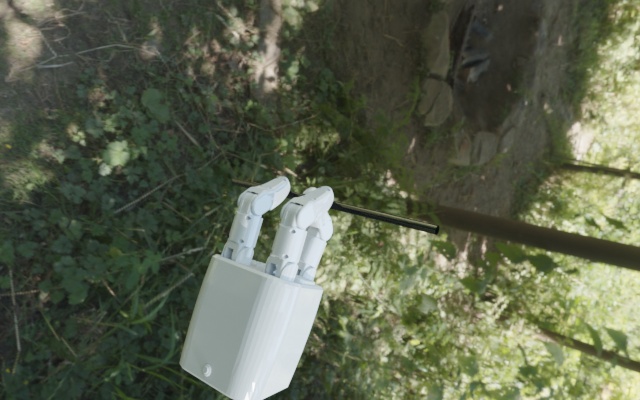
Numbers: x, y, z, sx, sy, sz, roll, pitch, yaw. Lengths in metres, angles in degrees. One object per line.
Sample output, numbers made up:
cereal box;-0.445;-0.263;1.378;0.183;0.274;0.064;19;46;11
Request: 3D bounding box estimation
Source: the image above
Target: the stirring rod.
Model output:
stirring rod;0.000;0.002;0.460;0.239;0.011;0.011;13;8;35
